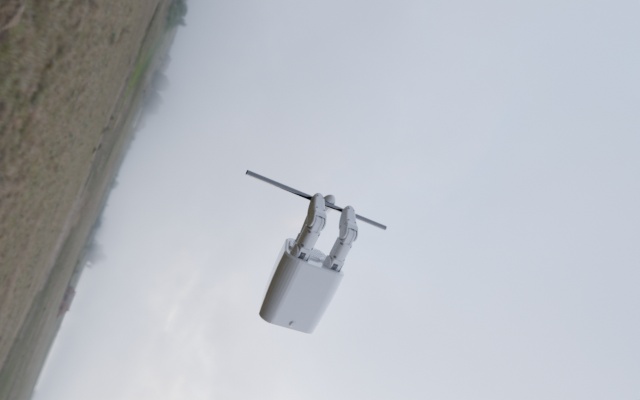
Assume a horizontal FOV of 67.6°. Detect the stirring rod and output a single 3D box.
[{"bbox_3d":[0.000,0.002,0.710,0.239,0.011,0.011,22,-9,-23],"label":"stirring rod"}]
